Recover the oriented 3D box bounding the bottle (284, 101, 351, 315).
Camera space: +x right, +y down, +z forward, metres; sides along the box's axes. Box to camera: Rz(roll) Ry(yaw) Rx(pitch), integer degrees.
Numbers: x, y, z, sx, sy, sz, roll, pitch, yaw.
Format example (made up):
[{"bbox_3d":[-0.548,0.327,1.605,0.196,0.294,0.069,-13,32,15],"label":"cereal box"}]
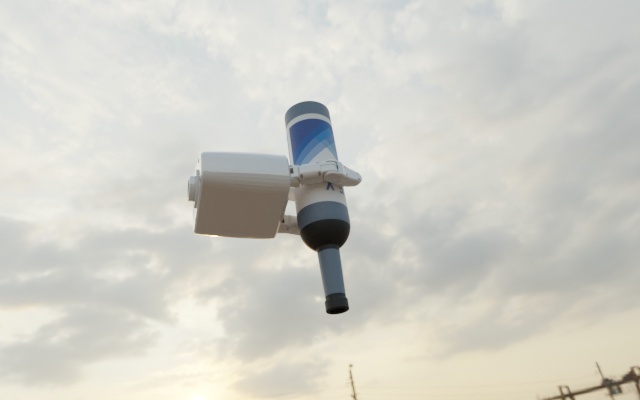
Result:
[{"bbox_3d":[0.000,0.002,0.624,0.069,0.295,0.069,-7,-30,-4],"label":"bottle"}]
